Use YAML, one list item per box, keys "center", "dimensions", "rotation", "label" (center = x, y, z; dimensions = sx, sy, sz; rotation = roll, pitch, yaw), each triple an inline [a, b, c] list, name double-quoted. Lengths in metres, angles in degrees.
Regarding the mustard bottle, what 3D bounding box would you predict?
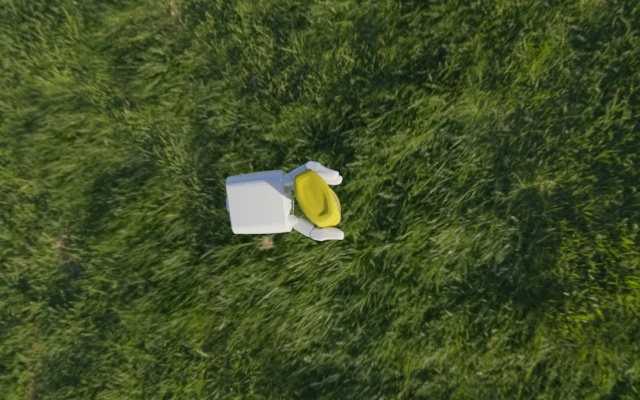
- center: [0.000, 0.003, 0.867]
  dimensions: [0.058, 0.096, 0.191]
  rotation: [-29, -8, 3]
  label: "mustard bottle"
